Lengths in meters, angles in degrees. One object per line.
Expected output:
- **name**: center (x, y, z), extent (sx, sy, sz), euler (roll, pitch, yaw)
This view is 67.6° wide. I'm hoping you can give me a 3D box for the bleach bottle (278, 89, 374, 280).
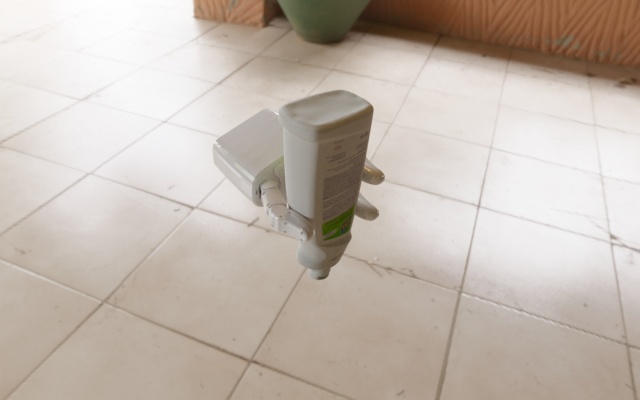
- **bleach bottle**: center (0.000, 0.002, 0.566), extent (0.102, 0.251, 0.068), euler (-25, 47, -33)
